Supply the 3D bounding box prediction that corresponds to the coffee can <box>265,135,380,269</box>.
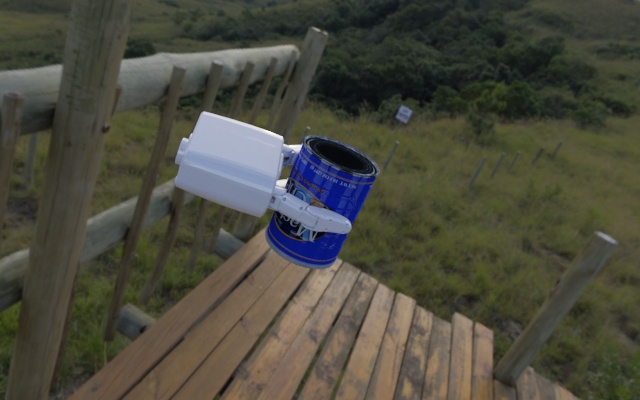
[{"bbox_3d":[0.000,0.002,0.614,0.103,0.140,0.102,21,23,-9],"label":"coffee can"}]
